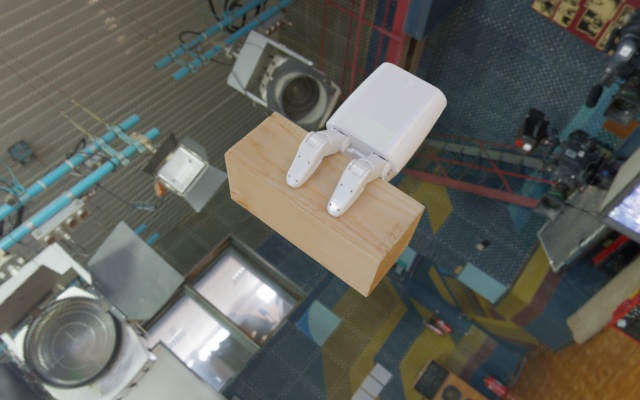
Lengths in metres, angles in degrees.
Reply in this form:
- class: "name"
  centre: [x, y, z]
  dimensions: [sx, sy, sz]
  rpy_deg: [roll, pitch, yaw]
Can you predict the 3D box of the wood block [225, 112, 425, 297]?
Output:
- class: "wood block"
  centre: [0.000, 0.002, 0.545]
  dimensions: [0.206, 0.090, 0.091]
  rpy_deg: [34, -29, 18]
